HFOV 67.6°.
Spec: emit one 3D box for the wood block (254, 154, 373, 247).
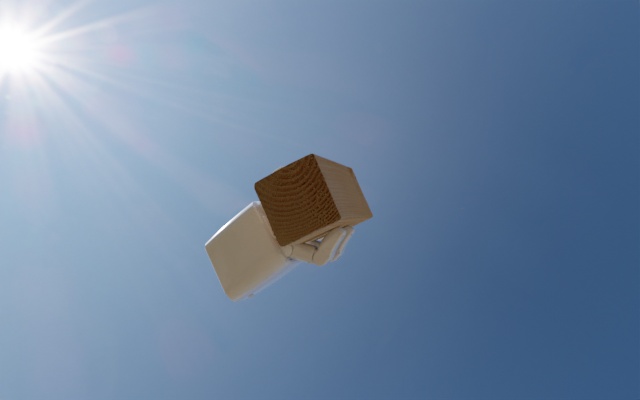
[{"bbox_3d":[0.000,0.002,0.680,0.090,0.091,0.206,-26,-8,14],"label":"wood block"}]
